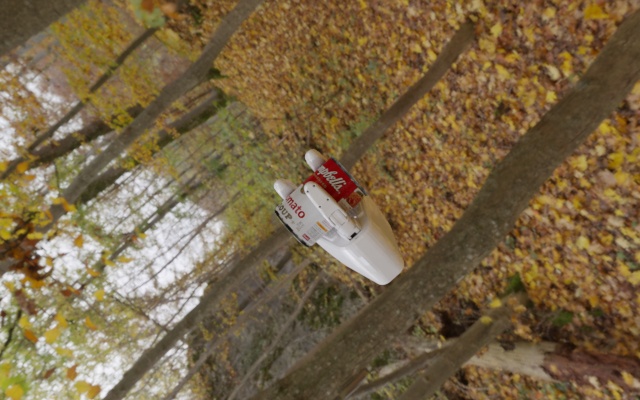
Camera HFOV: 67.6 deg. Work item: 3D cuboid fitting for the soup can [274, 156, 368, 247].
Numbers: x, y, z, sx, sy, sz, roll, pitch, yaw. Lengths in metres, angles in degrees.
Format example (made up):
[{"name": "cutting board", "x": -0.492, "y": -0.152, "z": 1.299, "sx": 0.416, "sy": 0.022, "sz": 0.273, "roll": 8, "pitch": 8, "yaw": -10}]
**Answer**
[{"name": "soup can", "x": 0.000, "y": 0.002, "z": 0.608, "sx": 0.102, "sy": 0.068, "sz": 0.068, "roll": -42, "pitch": -2, "yaw": 2}]
